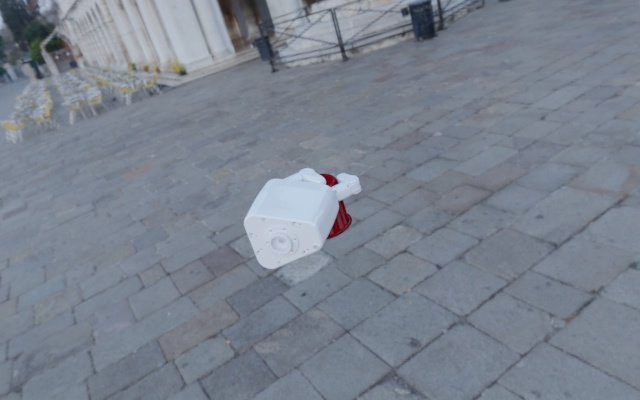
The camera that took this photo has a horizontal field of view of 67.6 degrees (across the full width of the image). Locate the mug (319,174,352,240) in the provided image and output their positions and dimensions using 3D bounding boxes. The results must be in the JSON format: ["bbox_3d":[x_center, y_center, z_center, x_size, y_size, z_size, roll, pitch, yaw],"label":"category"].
[{"bbox_3d":[0.000,0.002,0.796,0.093,0.081,0.117,-8,27,20],"label":"mug"}]
